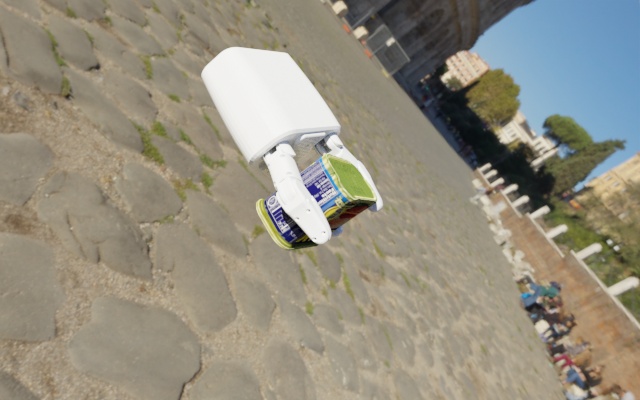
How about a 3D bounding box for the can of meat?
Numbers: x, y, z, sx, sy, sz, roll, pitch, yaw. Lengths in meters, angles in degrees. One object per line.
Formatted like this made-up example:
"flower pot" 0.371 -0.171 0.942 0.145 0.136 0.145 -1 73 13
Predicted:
"can of meat" 0.000 0.001 0.473 0.084 0.057 0.102 -36 -15 18
